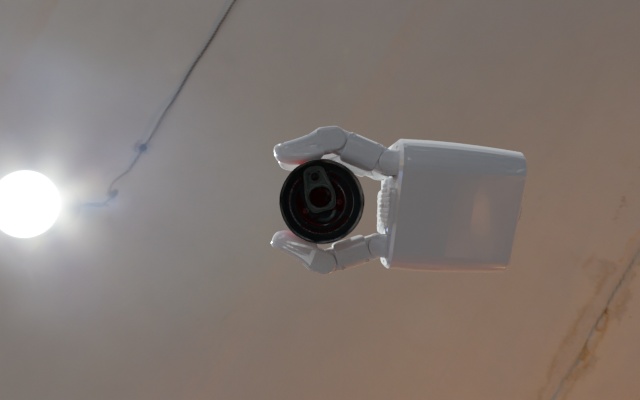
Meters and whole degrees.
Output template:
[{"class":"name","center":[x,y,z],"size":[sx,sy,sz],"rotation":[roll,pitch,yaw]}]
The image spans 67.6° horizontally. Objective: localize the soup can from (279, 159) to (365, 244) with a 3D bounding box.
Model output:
[{"class":"soup can","center":[0.000,0.001,0.428],"size":[0.068,0.068,0.102],"rotation":[0,-1,-1]}]
